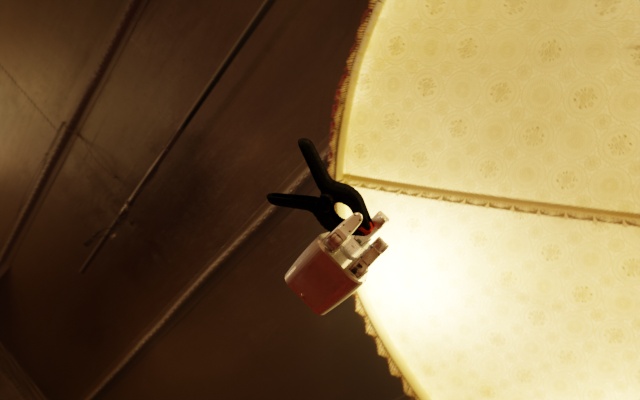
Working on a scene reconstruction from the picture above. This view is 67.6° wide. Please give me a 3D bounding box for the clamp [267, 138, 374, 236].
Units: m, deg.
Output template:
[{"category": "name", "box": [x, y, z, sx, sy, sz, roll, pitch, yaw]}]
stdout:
[{"category": "clamp", "box": [0.001, 0.002, 0.721, 0.120, 0.171, 0.039, -48, -5, 33]}]
